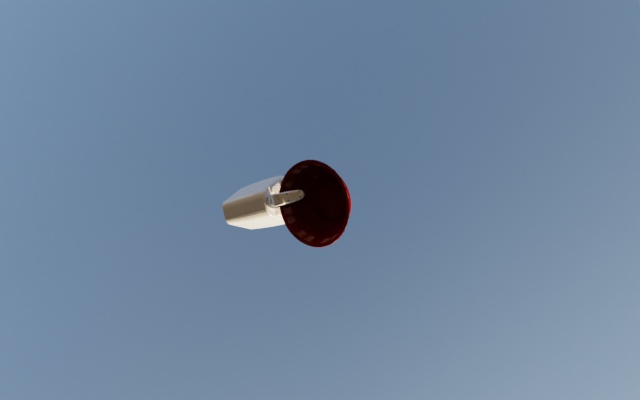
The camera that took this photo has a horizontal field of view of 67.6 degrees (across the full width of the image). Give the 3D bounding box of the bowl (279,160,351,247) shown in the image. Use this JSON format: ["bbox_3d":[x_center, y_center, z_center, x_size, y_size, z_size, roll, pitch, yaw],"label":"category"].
[{"bbox_3d":[0.001,0.003,0.888,0.162,0.162,0.055,0,8,37],"label":"bowl"}]
